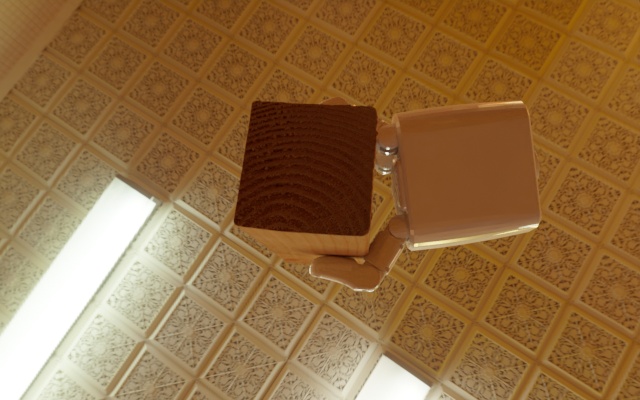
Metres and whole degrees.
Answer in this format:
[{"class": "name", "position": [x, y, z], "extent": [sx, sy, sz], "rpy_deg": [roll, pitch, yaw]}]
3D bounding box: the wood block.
[{"class": "wood block", "position": [0.000, 0.002, 0.412], "extent": [0.090, 0.090, 0.206], "rpy_deg": [4, -14, 7]}]
